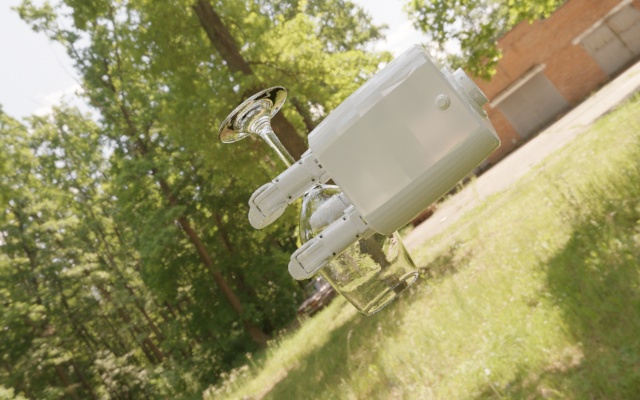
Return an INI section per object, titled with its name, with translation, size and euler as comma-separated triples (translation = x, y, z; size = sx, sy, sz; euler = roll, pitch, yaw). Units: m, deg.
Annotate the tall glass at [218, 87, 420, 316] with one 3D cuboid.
[tall glass]
translation = 0.000, 0.001, 0.416
size = 0.079, 0.201, 0.079
euler = -37, -6, -5
